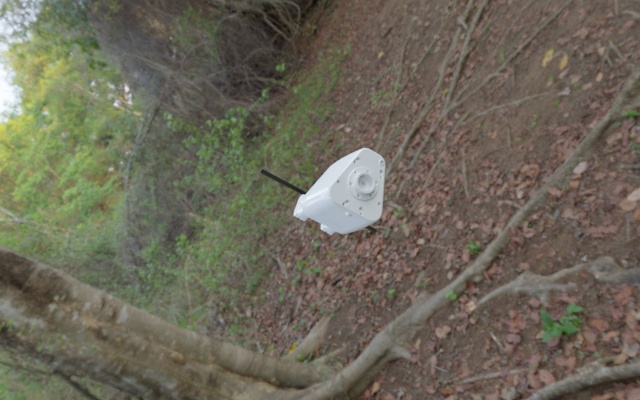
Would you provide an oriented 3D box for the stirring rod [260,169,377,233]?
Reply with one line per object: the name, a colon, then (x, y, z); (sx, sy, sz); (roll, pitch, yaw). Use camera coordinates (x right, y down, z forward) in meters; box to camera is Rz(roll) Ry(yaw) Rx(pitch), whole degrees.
stirring rod: (0.000, 0.003, 0.860); (0.239, 0.011, 0.011); (28, -8, -15)
